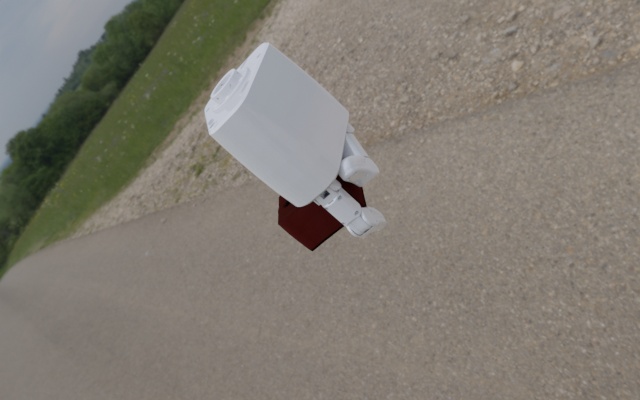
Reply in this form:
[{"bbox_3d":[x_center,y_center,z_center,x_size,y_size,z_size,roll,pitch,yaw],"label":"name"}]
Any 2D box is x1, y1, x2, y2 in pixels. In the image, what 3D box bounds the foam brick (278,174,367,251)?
[{"bbox_3d":[0.000,0.002,0.487,0.051,0.078,0.053,38,25,-27],"label":"foam brick"}]
